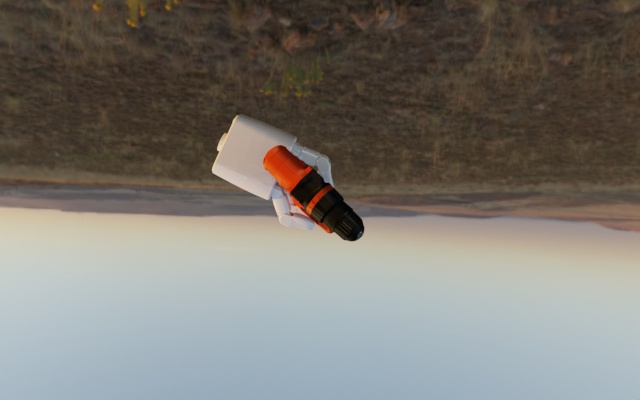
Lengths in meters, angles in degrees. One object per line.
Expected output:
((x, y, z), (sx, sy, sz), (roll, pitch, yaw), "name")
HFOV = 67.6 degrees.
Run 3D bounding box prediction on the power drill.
((0.000, 0.002, 0.752), (0.184, 0.057, 0.188), (45, -4, 13), "power drill")
